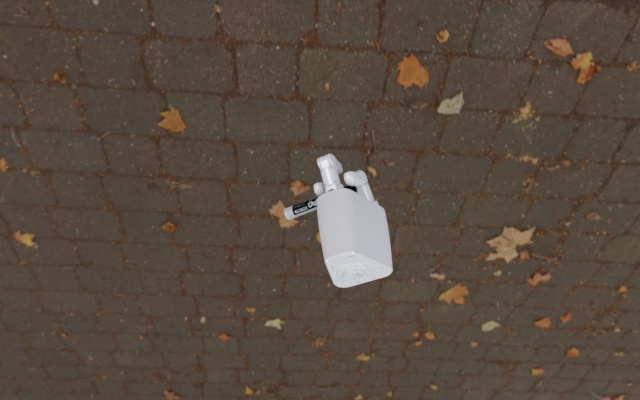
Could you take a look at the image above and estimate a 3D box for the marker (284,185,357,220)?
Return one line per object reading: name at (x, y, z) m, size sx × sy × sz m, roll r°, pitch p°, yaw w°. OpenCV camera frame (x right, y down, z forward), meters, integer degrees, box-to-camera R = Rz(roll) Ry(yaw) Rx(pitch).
marker at (0.000, 0.002, 0.729) m, size 0.121 × 0.020 × 0.020 m, roll -20°, pitch -8°, yaw 21°
